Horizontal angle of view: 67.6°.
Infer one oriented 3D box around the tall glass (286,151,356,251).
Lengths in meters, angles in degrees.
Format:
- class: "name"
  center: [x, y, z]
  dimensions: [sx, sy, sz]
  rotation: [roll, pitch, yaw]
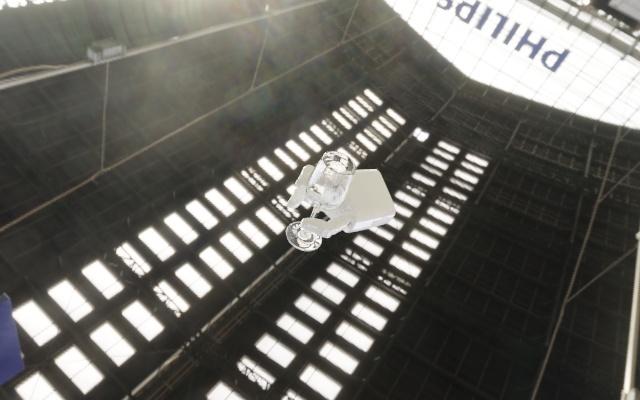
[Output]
- class: "tall glass"
  center: [0.000, 0.003, 0.883]
  dimensions: [0.079, 0.079, 0.201]
  rotation: [0, -43, -27]
